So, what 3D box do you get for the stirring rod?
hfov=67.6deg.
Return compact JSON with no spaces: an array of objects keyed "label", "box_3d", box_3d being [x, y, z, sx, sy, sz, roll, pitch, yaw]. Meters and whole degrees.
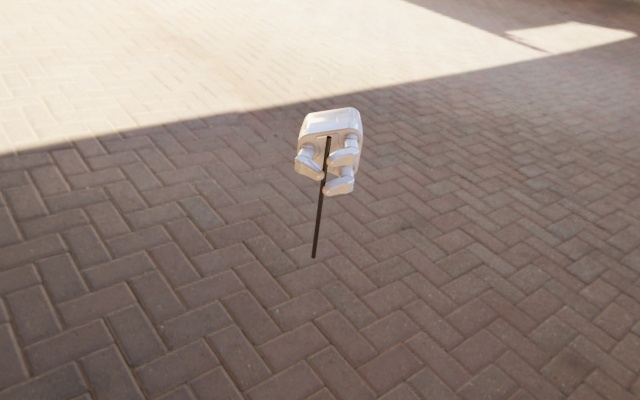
[{"label":"stirring rod","box_3d":[0.000,0.003,0.795,0.011,0.240,0.011,5,33,-3]}]
